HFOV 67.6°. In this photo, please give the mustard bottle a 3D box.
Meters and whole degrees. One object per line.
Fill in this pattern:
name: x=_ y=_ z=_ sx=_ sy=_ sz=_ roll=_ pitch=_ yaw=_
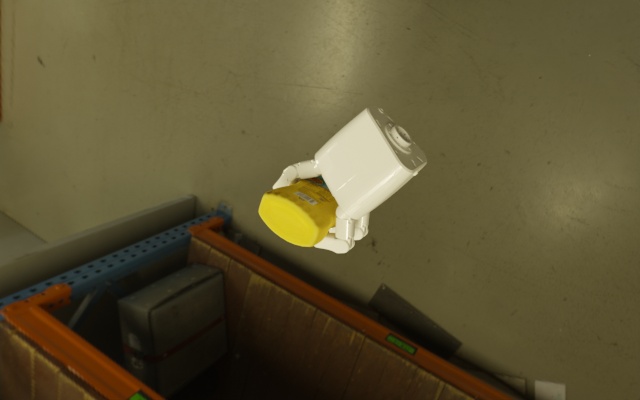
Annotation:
mustard bottle: x=0.000 y=0.003 z=0.705 sx=0.096 sy=0.058 sz=0.191 roll=30 pitch=27 yaw=19
